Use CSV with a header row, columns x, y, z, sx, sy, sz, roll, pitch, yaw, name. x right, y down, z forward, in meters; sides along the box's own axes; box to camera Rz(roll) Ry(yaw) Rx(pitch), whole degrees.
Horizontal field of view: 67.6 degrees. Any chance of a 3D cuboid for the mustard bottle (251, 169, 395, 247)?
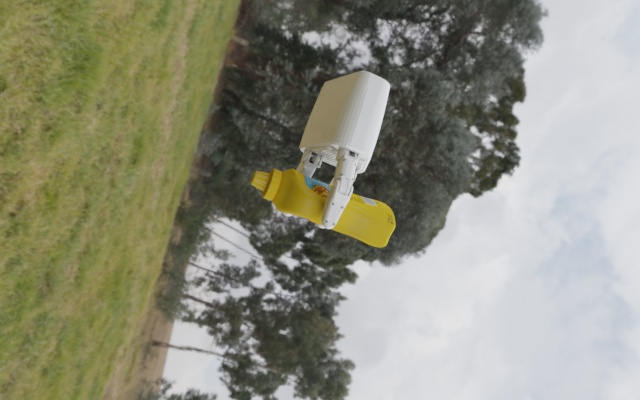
x,y,z,sx,sy,sz,roll,pitch,yaw,name
0.000,0.002,0.637,0.191,0.058,0.096,21,14,-15,mustard bottle
